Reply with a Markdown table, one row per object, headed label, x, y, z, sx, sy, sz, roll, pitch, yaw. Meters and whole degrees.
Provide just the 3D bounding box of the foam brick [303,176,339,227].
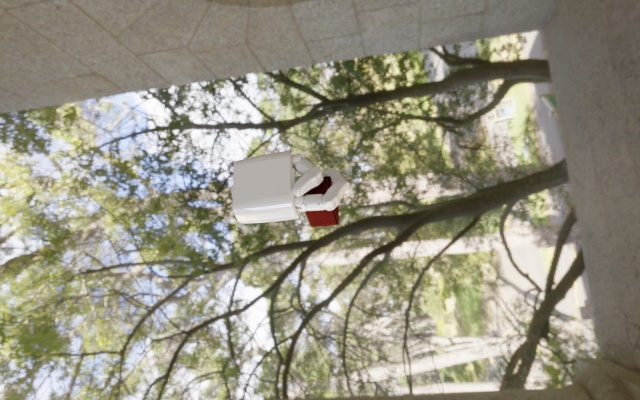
| label | x | y | z | sx | sy | sz | roll | pitch | yaw |
| --- | --- | --- | --- | --- | --- | --- | --- | --- | --- |
| foam brick | 0.000 | 0.003 | 0.842 | 0.051 | 0.053 | 0.078 | -8 | -41 | 10 |
